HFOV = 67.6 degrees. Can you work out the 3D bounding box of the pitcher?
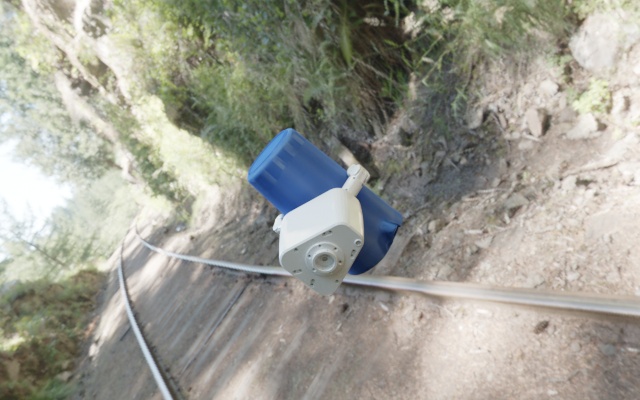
[{"bbox_3d":[0.000,0.003,0.777,0.243,0.149,0.145,40,19,-16],"label":"pitcher"}]
